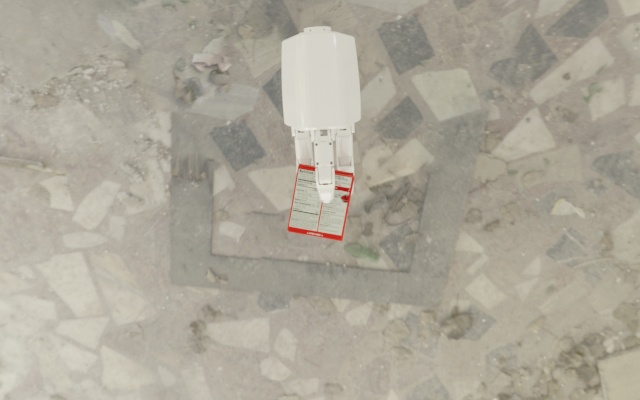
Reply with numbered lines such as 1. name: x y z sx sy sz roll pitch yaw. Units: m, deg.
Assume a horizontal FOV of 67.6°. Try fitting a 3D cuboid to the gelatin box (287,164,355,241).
1. gelatin box: 0.000 0.002 0.616 0.073 0.089 0.030 10 9 -1
